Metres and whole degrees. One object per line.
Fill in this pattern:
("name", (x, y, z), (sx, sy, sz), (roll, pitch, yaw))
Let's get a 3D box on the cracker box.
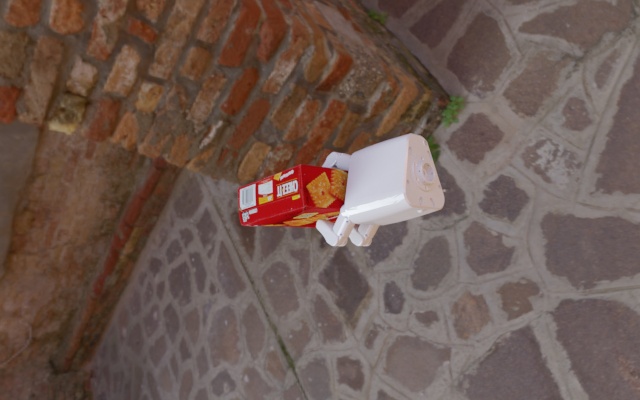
("cracker box", (0.000, 0.002, 0.774), (0.214, 0.072, 0.164), (5, -15, -42))
